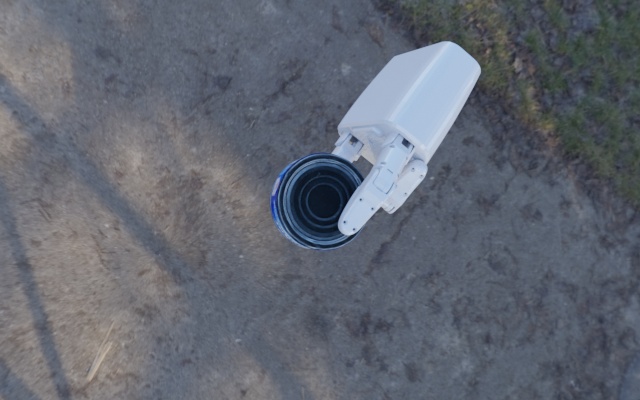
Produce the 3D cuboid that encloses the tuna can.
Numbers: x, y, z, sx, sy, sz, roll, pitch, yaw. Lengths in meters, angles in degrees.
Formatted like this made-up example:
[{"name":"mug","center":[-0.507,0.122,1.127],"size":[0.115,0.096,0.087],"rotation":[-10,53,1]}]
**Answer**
[{"name":"tuna can","center":[0.000,0.001,0.421],"size":[0.086,0.086,0.034],"rotation":[0,-2,-15]}]
